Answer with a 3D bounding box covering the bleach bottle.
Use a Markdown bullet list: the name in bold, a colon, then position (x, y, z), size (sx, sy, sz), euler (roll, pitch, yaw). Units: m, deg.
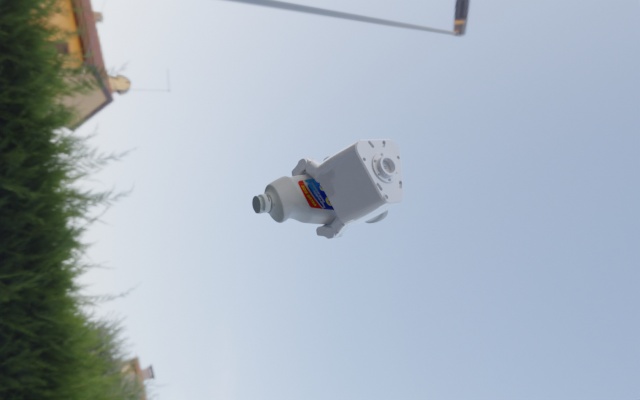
- **bleach bottle**: position (0.000, 0.003, 0.830), size (0.251, 0.102, 0.068), euler (-7, -13, -37)
